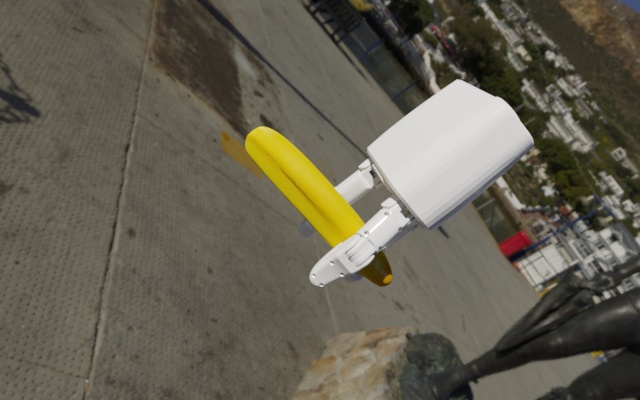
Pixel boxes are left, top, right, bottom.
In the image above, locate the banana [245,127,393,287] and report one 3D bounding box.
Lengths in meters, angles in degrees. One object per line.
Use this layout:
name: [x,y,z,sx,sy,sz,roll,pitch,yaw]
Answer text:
banana: [-0.006,-0.004,0.419,0.037,0.197,0.070,-43,-17,2]
